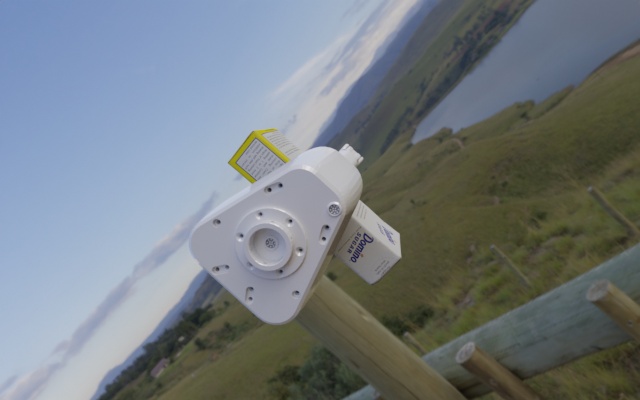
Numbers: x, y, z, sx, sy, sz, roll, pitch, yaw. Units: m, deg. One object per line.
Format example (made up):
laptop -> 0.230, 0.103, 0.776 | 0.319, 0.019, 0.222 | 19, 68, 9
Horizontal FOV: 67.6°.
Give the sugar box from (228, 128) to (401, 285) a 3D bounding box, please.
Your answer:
sugar box -> 0.000, 0.002, 0.471 | 0.176, 0.048, 0.093 | 43, 13, -1
